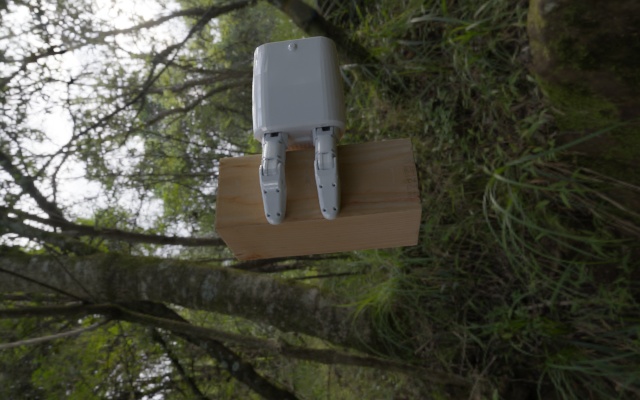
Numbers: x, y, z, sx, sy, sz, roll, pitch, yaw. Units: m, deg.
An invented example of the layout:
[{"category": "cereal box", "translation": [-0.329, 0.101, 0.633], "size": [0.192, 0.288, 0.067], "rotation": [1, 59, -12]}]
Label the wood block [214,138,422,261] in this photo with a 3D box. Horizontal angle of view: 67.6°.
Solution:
[{"category": "wood block", "translation": [0.000, 0.002, 0.526], "size": [0.206, 0.090, 0.091], "rotation": [-6, -28, 5]}]
